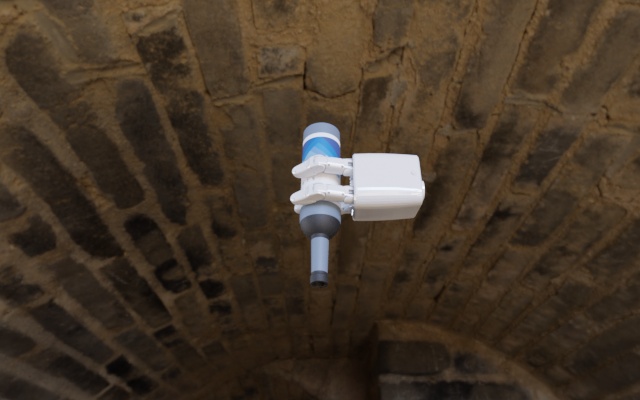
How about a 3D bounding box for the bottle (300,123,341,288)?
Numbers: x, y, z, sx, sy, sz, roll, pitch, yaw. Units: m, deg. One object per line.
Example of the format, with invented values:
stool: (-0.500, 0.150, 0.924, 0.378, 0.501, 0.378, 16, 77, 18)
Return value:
bottle: (0.000, 0.002, 0.787, 0.069, 0.295, 0.069, 1, -34, 0)
